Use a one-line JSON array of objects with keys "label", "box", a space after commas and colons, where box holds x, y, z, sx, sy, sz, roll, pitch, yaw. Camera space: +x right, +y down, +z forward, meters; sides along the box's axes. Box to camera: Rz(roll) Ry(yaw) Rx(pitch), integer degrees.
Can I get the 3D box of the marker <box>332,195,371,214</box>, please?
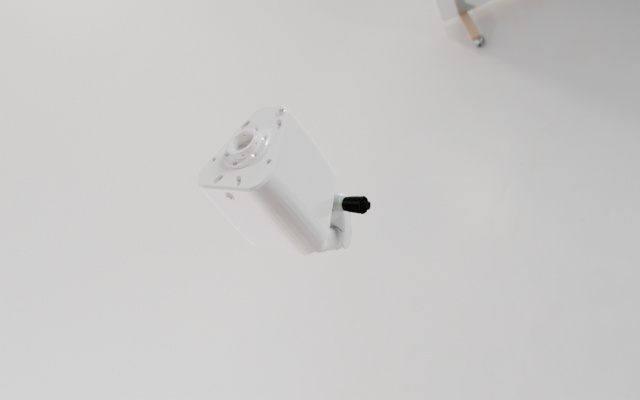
[{"label": "marker", "box": [0.000, 0.002, 0.521, 0.121, 0.020, 0.020, 4, 2, 35]}]
